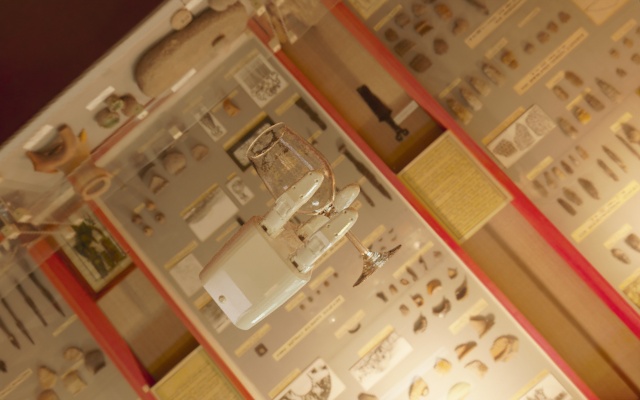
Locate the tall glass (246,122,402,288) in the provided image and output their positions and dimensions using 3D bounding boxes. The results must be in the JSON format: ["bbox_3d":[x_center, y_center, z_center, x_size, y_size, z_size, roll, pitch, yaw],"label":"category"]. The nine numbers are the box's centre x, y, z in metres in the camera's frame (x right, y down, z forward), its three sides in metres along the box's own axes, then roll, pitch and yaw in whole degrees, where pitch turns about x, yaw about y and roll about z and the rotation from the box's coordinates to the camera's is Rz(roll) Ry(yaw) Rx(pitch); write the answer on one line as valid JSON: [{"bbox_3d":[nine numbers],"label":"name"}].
[{"bbox_3d":[0.001,0.002,0.559,0.079,0.201,0.079,-40,-7,-6],"label":"tall glass"}]
